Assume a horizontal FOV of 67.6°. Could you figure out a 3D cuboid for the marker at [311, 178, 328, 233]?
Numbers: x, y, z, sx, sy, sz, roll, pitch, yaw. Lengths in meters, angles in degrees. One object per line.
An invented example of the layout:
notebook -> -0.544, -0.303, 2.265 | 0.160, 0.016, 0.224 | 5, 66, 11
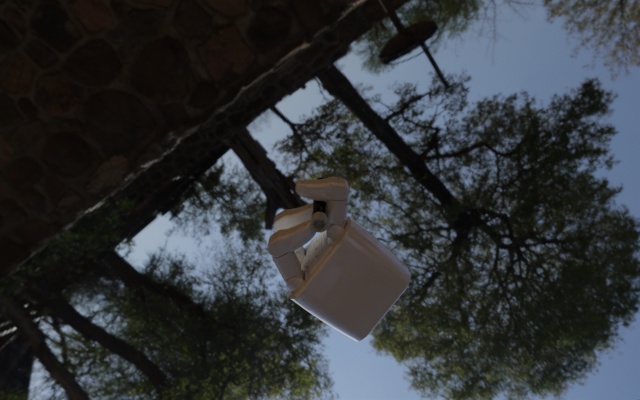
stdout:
marker -> 0.000, 0.002, 0.566 | 0.020, 0.020, 0.121 | 0, 24, 1
